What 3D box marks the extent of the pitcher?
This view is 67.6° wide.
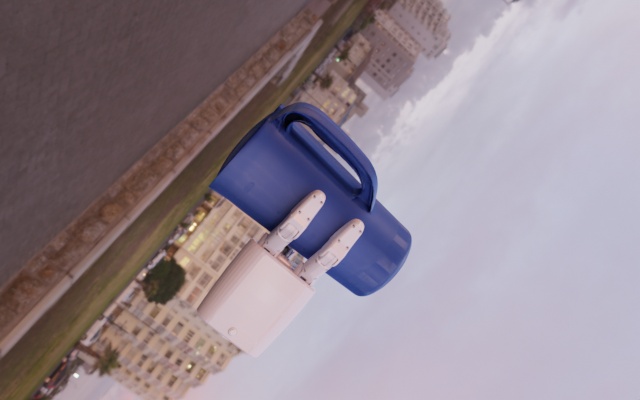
[{"bbox_3d":[0.000,0.002,0.586,0.243,0.145,0.149,41,-4,-10],"label":"pitcher"}]
